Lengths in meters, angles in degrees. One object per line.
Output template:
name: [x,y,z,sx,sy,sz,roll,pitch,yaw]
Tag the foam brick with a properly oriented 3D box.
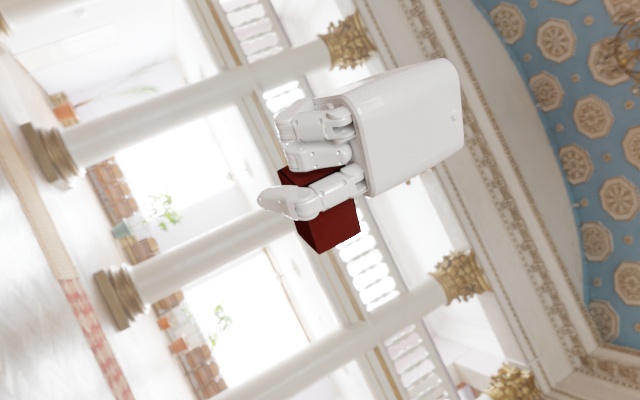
foam brick: [0.000,0.002,0.460,0.051,0.078,0.053,-26,33,-16]
